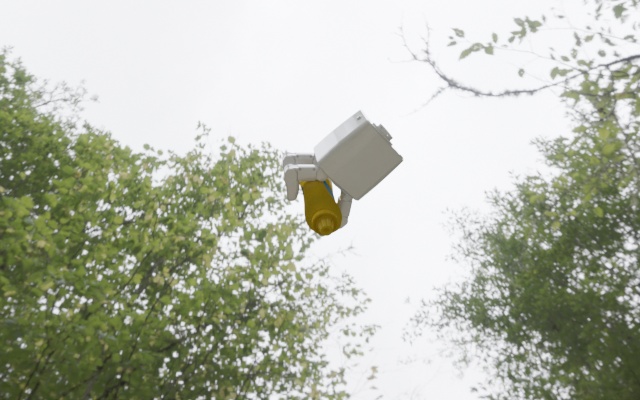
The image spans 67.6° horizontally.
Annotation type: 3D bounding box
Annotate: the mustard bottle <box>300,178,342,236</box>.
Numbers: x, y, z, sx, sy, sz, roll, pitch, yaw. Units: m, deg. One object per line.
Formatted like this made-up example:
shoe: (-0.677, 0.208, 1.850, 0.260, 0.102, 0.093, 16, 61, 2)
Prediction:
mustard bottle: (0.000, 0.003, 0.795, 0.058, 0.096, 0.191, -18, 28, 2)
